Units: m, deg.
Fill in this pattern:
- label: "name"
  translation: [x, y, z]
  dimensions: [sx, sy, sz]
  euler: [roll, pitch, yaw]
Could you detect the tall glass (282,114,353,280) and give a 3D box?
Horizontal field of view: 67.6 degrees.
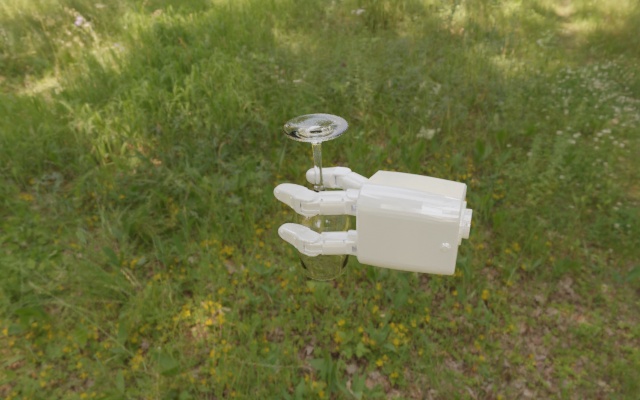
- label: "tall glass"
  translation: [0.000, 0.001, 0.584]
  dimensions: [0.079, 0.201, 0.079]
  euler: [-2, 32, 2]
